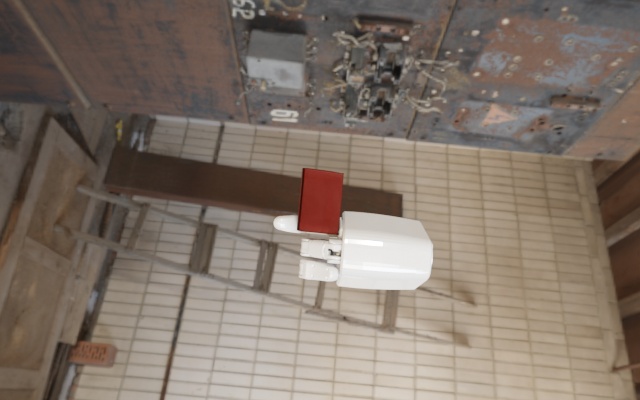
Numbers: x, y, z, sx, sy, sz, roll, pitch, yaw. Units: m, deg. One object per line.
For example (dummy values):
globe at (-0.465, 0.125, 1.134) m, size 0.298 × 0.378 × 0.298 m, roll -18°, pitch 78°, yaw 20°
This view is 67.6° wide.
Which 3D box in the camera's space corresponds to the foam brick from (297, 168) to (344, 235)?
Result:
foam brick at (0.000, 0.002, 0.601) m, size 0.051 × 0.078 × 0.053 m, roll 5°, pitch -2°, yaw 1°
